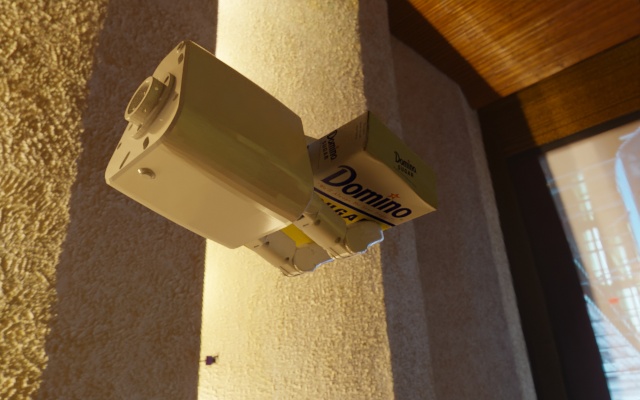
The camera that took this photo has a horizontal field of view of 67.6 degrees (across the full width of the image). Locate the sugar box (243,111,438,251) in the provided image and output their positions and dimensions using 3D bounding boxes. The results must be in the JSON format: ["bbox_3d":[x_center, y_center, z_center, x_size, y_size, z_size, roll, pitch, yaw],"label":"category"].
[{"bbox_3d":[0.000,0.002,0.408,0.176,0.048,0.093,-24,-45,38],"label":"sugar box"}]
